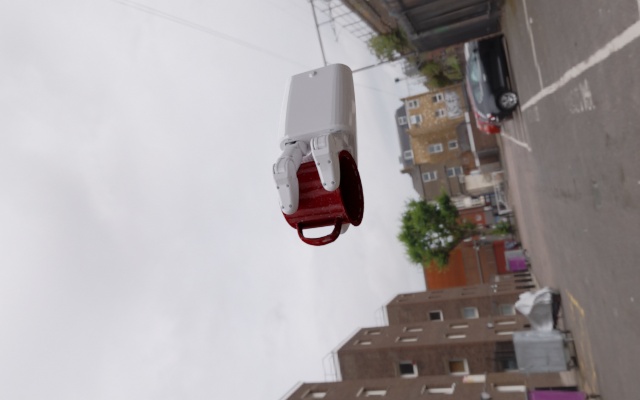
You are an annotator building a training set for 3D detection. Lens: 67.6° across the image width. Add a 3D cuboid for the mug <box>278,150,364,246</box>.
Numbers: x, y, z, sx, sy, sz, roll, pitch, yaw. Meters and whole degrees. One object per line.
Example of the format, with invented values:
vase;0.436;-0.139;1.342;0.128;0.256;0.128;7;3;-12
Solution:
mug;0.000;0.003;0.576;0.081;0.117;0.093;-10;-32;21
